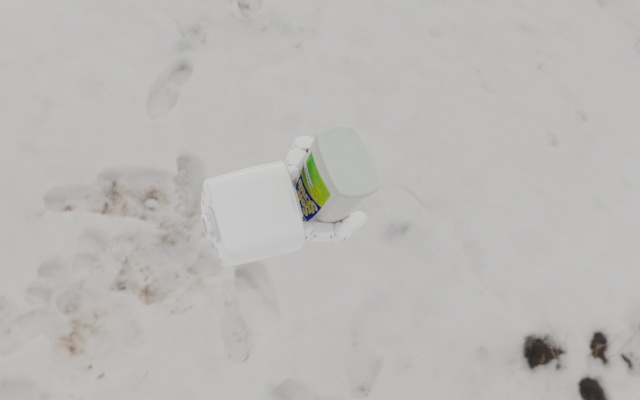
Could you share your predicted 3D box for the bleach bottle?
[{"bbox_3d":[0.000,0.002,0.676,0.068,0.102,0.251,-14,-21,-23],"label":"bleach bottle"}]
